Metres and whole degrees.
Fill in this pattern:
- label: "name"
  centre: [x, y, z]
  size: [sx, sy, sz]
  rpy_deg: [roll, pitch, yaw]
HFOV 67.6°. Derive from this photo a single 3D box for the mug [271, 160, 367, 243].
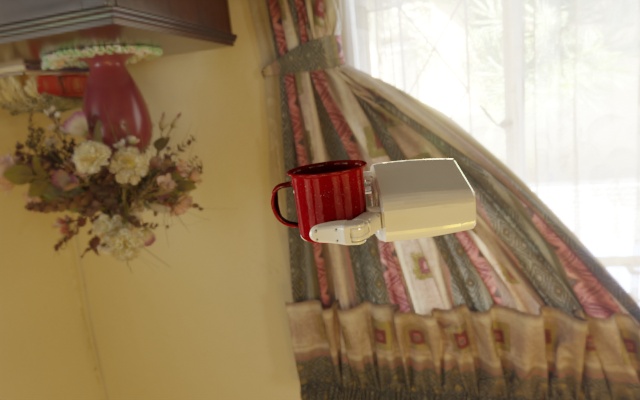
- label: "mug"
  centre: [-0.001, 0.002, 0.559]
  size: [0.117, 0.081, 0.093]
  rpy_deg: [-7, 12, 3]
